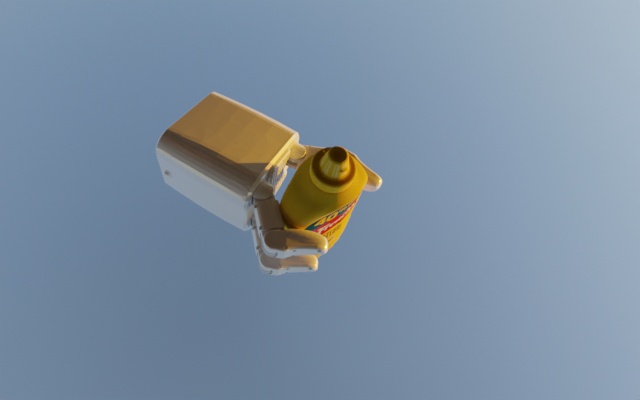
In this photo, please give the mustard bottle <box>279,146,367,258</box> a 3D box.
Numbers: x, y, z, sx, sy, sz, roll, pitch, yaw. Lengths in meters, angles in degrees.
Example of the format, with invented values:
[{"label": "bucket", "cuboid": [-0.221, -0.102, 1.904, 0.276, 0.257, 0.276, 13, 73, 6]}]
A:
[{"label": "mustard bottle", "cuboid": [0.000, 0.002, 0.482, 0.096, 0.058, 0.192, -33, -16, -22]}]
